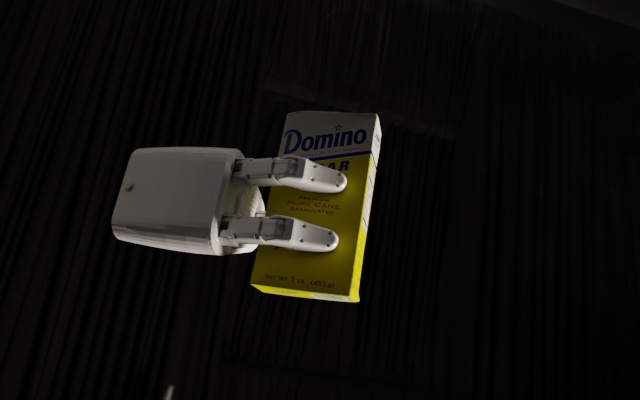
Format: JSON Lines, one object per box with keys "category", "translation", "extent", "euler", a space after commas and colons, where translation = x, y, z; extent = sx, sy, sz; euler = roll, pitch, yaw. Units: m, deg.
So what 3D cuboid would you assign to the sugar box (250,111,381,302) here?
{"category": "sugar box", "translation": [0.000, 0.001, 0.447], "extent": [0.093, 0.176, 0.048], "euler": [4, -18, 15]}
